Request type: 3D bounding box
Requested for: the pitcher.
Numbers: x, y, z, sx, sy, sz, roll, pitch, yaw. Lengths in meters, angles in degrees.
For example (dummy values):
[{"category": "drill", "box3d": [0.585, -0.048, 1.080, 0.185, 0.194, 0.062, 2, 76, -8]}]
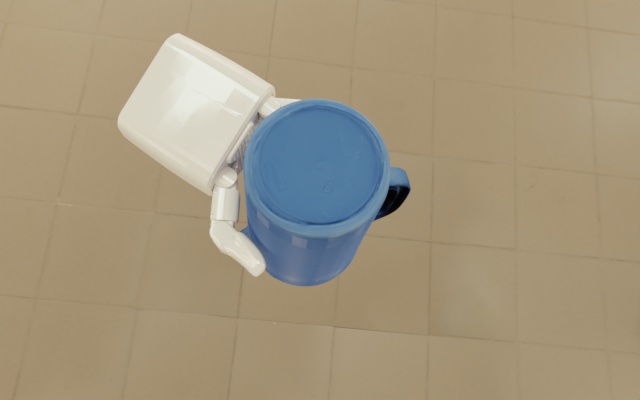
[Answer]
[{"category": "pitcher", "box3d": [0.000, 0.001, 0.454, 0.145, 0.149, 0.243, 32, -15, 4]}]
